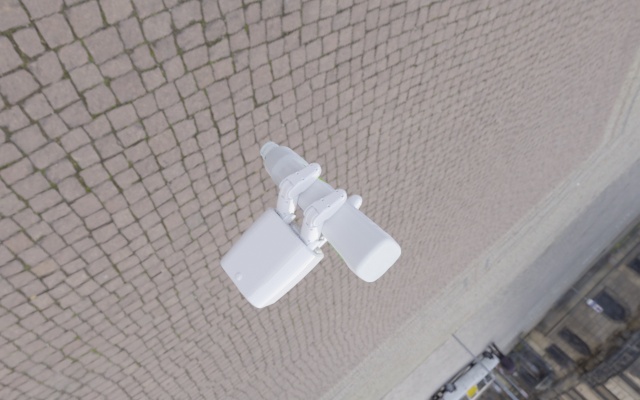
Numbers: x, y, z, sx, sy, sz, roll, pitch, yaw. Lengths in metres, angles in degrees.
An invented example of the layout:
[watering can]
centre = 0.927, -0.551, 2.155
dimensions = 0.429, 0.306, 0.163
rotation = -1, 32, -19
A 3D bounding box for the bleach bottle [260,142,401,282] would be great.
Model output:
[bleach bottle]
centre = 0.000, 0.002, 0.682
dimensions = 0.250, 0.068, 0.103
rotation = 45, 2, 28
